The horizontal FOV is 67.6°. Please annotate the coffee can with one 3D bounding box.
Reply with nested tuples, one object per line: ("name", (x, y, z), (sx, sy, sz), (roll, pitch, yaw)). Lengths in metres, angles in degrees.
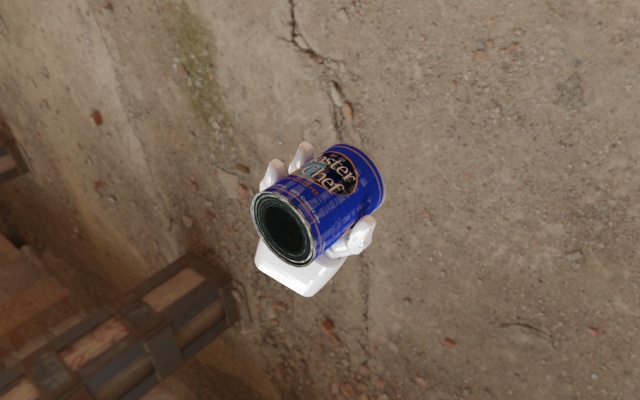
("coffee can", (0.000, 0.002, 0.589), (0.103, 0.103, 0.140), (0, 28, 47))
